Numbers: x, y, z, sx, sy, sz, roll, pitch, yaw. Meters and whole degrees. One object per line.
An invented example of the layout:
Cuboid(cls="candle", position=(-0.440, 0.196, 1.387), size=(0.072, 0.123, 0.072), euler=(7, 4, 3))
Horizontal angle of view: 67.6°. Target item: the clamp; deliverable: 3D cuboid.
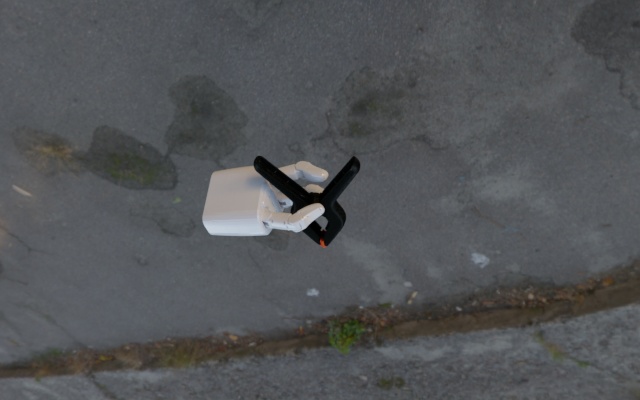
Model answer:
Cuboid(cls="clamp", position=(0.000, 0.004, 0.776), size=(0.164, 0.036, 0.210), euler=(-2, -43, 19))
